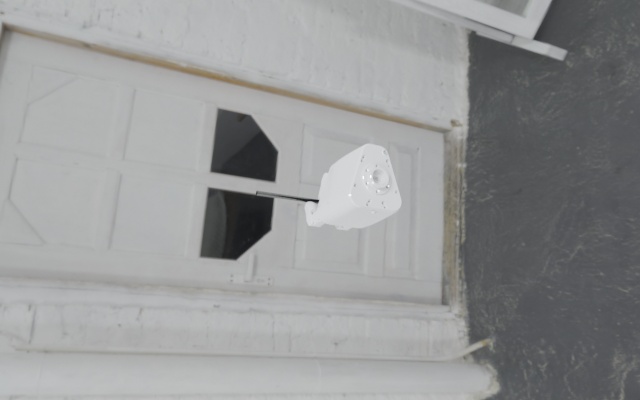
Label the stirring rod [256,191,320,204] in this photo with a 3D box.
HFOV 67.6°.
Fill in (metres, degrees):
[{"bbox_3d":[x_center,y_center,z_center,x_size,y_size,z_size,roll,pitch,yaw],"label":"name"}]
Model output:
[{"bbox_3d":[0.000,0.003,0.864,0.239,0.011,0.011,8,-3,-23],"label":"stirring rod"}]
